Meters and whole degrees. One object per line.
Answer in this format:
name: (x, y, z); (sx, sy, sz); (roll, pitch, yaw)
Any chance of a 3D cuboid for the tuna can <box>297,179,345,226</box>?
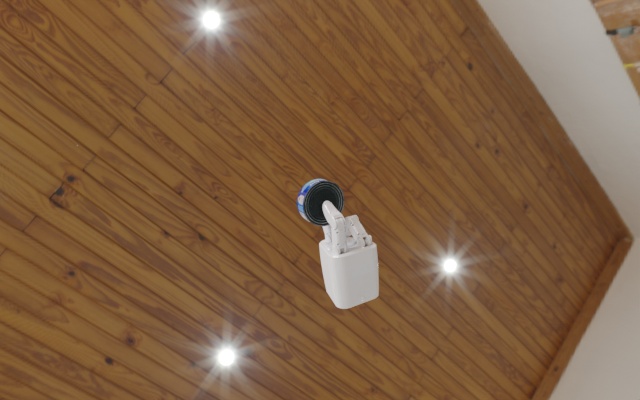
tuna can: (0.000, 0.003, 0.890); (0.086, 0.086, 0.033); (0, 11, -28)
